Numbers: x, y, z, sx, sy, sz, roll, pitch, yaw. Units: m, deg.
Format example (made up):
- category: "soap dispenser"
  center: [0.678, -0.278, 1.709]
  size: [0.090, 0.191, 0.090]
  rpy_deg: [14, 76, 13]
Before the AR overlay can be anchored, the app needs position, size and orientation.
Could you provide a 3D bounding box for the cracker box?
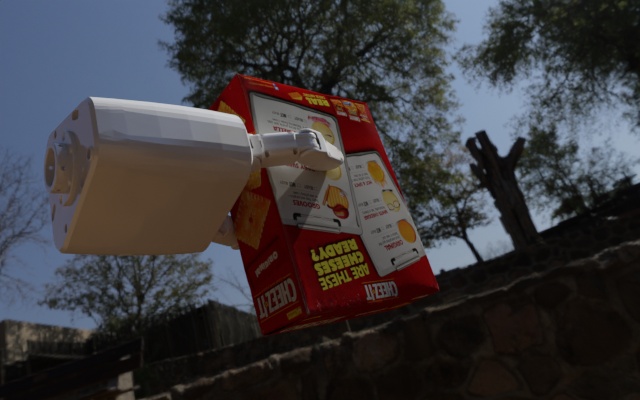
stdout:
- category: "cracker box"
  center: [0.000, 0.001, 0.441]
  size: [0.164, 0.213, 0.072]
  rpy_deg: [2, -28, -42]
